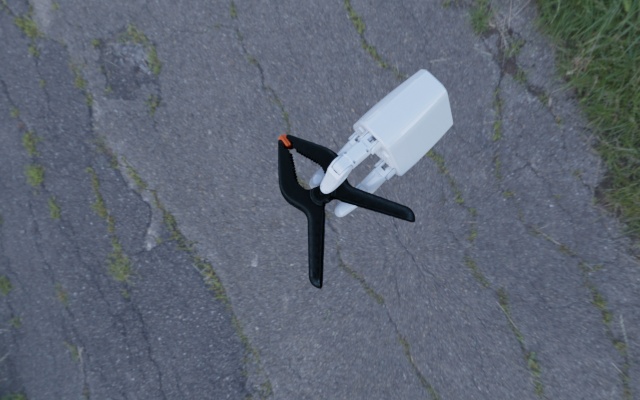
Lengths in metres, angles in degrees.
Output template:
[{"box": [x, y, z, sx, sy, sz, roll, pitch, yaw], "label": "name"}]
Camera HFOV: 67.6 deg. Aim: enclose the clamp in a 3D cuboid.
[{"box": [0.000, 0.001, 0.650, 0.164, 0.210, 0.036, -42, -11, -2], "label": "clamp"}]
